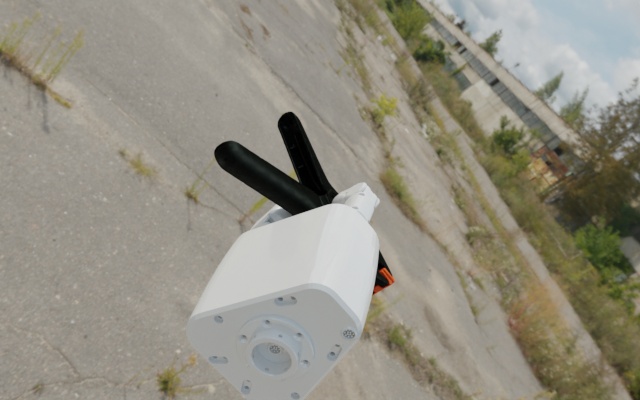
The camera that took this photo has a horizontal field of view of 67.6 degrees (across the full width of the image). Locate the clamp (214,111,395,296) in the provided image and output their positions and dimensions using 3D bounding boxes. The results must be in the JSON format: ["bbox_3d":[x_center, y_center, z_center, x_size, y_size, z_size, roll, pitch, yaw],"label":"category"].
[{"bbox_3d":[0.001,0.002,0.473,0.036,0.210,0.164,-36,13,26],"label":"clamp"}]
